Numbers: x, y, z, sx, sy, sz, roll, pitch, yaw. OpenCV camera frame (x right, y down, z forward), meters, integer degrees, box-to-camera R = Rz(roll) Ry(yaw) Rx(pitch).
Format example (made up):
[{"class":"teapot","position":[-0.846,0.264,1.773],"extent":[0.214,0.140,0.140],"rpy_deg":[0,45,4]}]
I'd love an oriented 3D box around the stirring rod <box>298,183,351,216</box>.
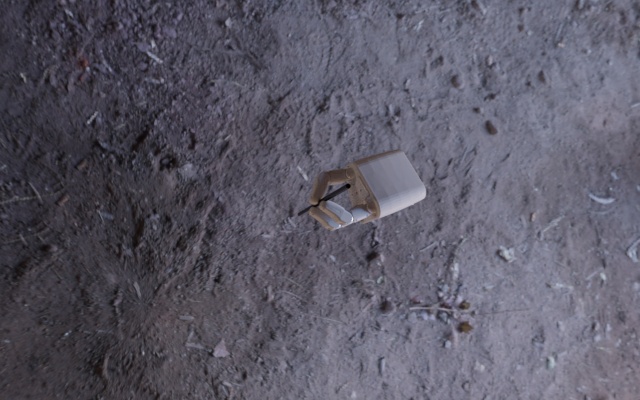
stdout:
[{"class":"stirring rod","position":[0.000,0.003,0.810],"extent":[0.011,0.011,0.239],"rpy_deg":[0,-11,-20]}]
